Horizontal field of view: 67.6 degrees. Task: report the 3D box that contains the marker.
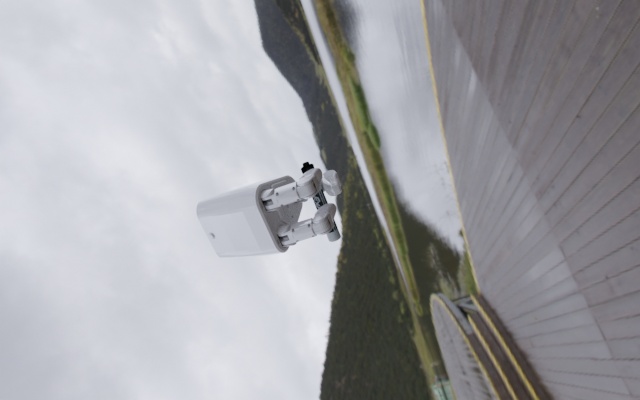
[{"bbox_3d":[0.000,0.002,0.664,0.020,0.121,0.020,-19,21,7],"label":"marker"}]
